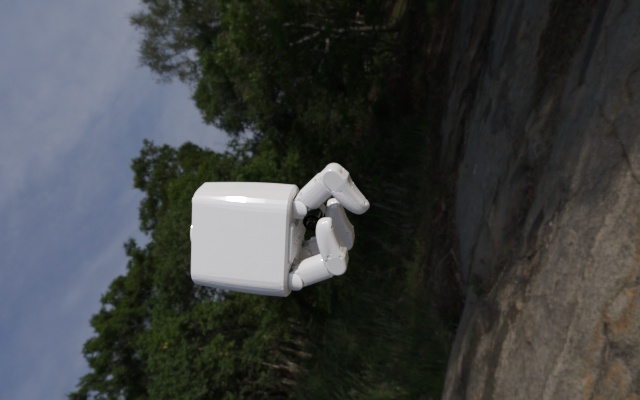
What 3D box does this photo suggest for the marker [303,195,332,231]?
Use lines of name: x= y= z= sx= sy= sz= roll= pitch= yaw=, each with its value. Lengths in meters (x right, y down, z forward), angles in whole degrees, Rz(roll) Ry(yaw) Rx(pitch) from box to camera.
marker: x=0.000 y=0.002 z=0.529 sx=0.020 sy=0.020 sz=0.121 roll=0 pitch=22 yaw=10
